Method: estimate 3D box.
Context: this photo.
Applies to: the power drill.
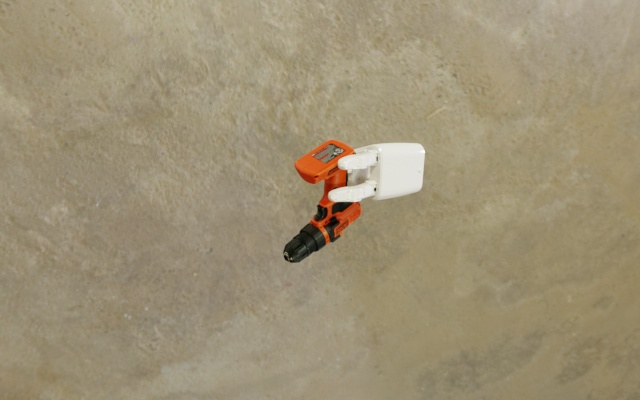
[{"bbox_3d":[0.000,0.002,0.827,0.057,0.188,0.184,30,52,31],"label":"power drill"}]
